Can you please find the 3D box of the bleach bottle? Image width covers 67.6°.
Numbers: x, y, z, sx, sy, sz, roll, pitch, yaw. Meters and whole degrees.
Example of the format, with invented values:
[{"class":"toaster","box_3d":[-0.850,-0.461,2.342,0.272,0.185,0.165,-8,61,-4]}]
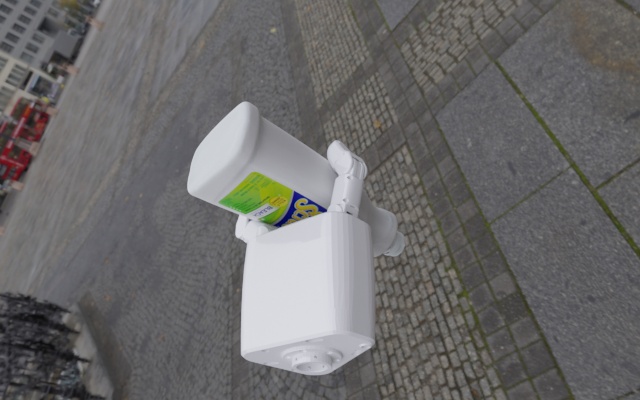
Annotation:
[{"class":"bleach bottle","box_3d":[0.000,0.002,0.488,0.251,0.068,0.102,26,-41,-32]}]
